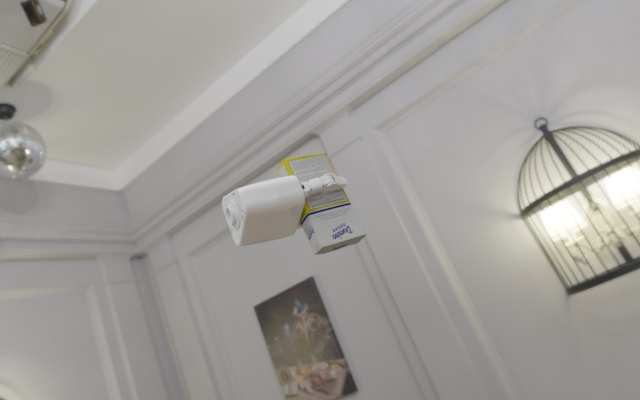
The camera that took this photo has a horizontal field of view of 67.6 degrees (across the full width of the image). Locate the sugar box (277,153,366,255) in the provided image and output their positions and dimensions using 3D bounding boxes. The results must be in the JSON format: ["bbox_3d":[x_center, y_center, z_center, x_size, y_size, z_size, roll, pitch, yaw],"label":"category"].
[{"bbox_3d":[0.000,0.003,0.841,0.093,0.176,0.048,-13,-21,-30],"label":"sugar box"}]
